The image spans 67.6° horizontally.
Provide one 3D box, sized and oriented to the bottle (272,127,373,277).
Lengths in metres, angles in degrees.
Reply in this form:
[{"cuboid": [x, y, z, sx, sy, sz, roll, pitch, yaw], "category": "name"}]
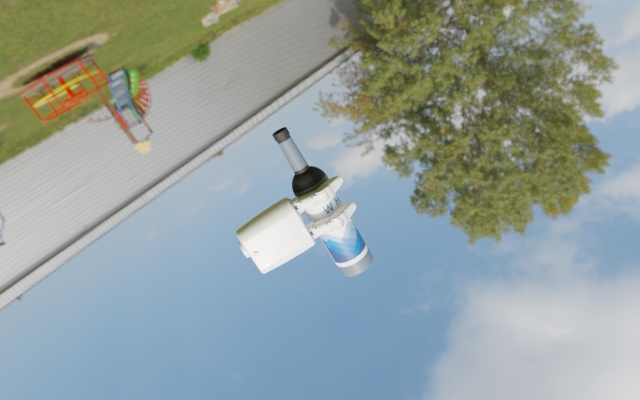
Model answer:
[{"cuboid": [0.000, 0.003, 0.850, 0.069, 0.296, 0.069, -26, 21, 11], "category": "bottle"}]
